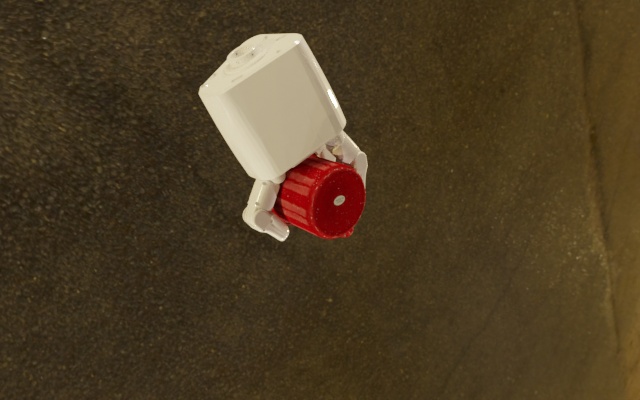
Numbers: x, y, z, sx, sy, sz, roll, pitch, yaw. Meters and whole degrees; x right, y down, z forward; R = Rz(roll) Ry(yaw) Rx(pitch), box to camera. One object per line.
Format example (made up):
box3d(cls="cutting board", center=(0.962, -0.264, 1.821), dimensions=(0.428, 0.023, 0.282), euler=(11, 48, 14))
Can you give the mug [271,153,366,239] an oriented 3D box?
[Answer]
box3d(cls="mug", center=(0.001, 0.003, 0.537), dimensions=(0.093, 0.117, 0.081), euler=(-46, 39, -19))
